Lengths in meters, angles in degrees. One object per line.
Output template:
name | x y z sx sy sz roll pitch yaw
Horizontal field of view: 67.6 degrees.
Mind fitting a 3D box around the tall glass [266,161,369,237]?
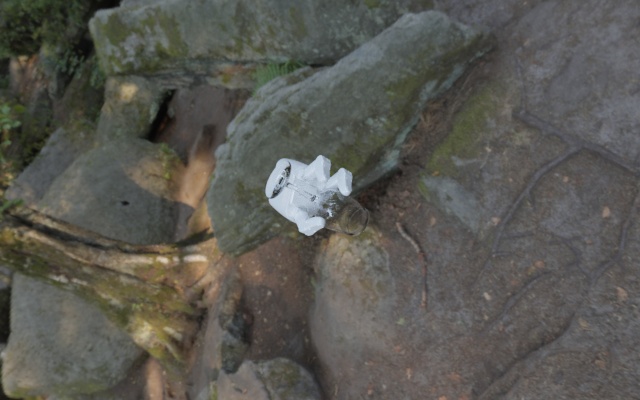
tall glass | 0.000 0.003 0.894 0.201 0.079 0.079 28 -15 -30
